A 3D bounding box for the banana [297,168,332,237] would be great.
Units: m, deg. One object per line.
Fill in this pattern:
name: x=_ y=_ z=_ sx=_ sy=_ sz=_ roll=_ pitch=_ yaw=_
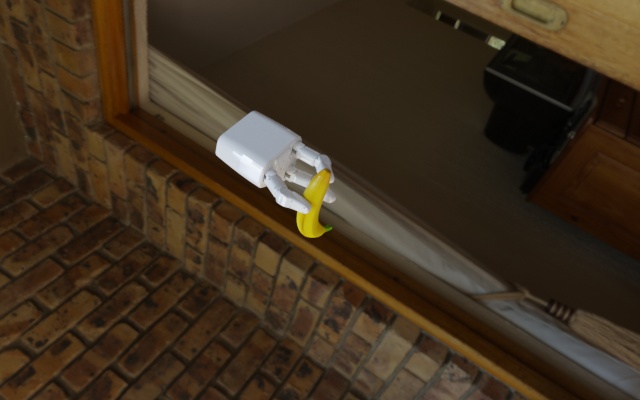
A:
banana: x=-0.012 y=0.017 z=0.829 sx=0.037 sy=0.069 sz=0.198 roll=36 pitch=-24 yaw=19
